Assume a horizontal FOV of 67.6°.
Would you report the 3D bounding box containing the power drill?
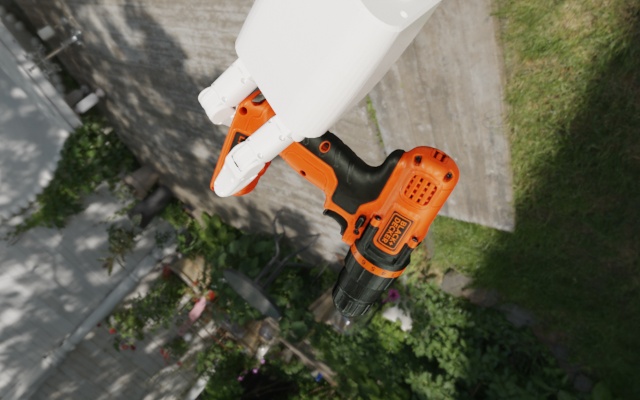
[{"bbox_3d":[0.000,0.001,0.421,0.187,0.184,0.057,30,30,5],"label":"power drill"}]
